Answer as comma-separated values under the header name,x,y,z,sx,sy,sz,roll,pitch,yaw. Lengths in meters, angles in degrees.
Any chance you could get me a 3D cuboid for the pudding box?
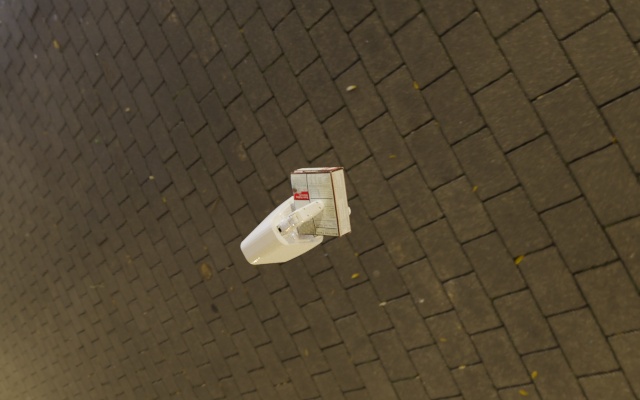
name,x,y,z,sx,sy,sz,roll,pitch,yaw
pudding box,0.000,0.003,0.798,0.090,0.113,0.039,1,16,37
